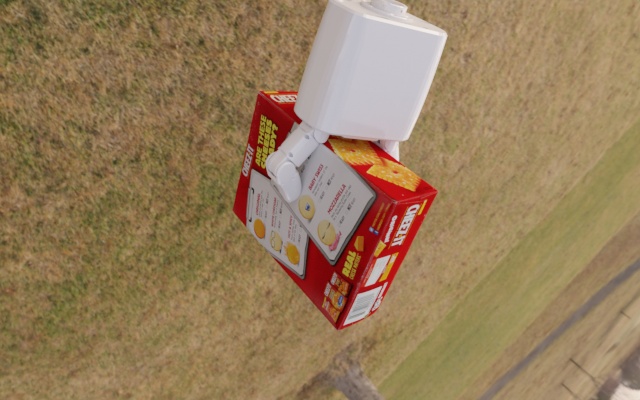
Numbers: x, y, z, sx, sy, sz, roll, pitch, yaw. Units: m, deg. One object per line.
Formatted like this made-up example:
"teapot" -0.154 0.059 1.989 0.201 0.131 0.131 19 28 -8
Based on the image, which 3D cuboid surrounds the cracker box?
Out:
"cracker box" 0.000 0.002 0.513 0.072 0.164 0.213 -12 42 -40
